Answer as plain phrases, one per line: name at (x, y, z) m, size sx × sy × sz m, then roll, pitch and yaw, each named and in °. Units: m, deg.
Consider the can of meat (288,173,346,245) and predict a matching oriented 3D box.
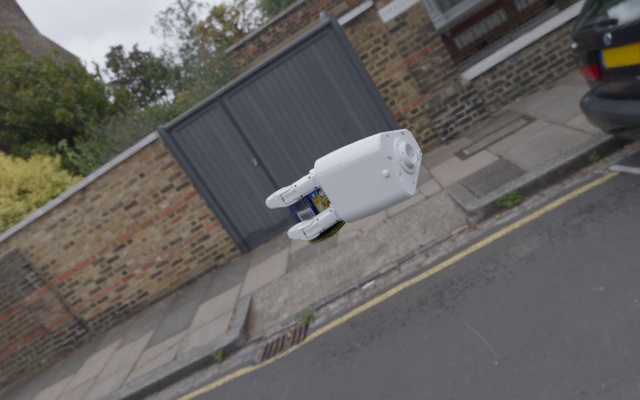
can of meat at (0.000, 0.002, 0.715) m, size 0.057 × 0.084 × 0.102 m, roll -21°, pitch 15°, yaw 39°
